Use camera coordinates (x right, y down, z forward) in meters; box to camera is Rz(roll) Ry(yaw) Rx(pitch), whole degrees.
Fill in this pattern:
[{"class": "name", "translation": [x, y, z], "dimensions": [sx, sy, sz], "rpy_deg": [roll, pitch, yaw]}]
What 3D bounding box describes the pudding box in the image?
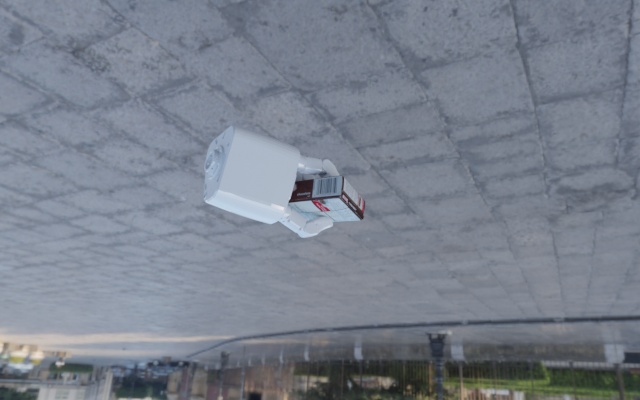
[{"class": "pudding box", "translation": [0.000, 0.003, 0.733], "dimensions": [0.113, 0.039, 0.090], "rpy_deg": [-4, -26, 27]}]
